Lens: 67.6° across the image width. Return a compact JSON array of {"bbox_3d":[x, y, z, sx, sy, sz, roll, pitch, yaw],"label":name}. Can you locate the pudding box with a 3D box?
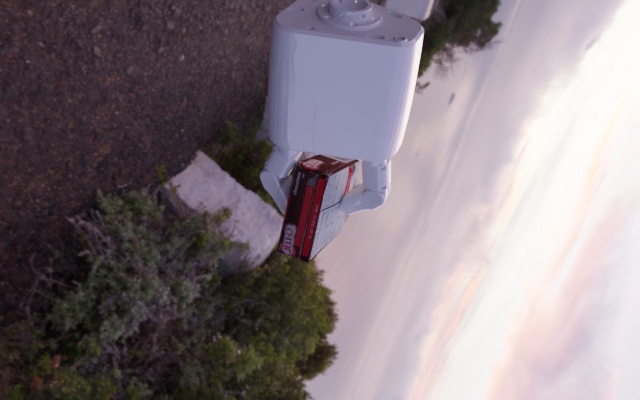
[{"bbox_3d":[0.000,0.002,0.483,0.039,0.090,0.113,19,18,16],"label":"pudding box"}]
